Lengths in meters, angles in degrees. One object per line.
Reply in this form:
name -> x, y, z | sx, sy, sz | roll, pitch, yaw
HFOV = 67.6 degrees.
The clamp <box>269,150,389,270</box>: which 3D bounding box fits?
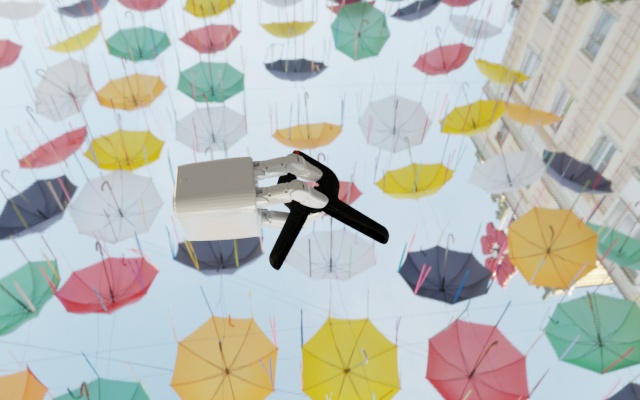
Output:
clamp -> 0.000, 0.002, 0.692 | 0.164, 0.209, 0.036 | -7, -43, -6
